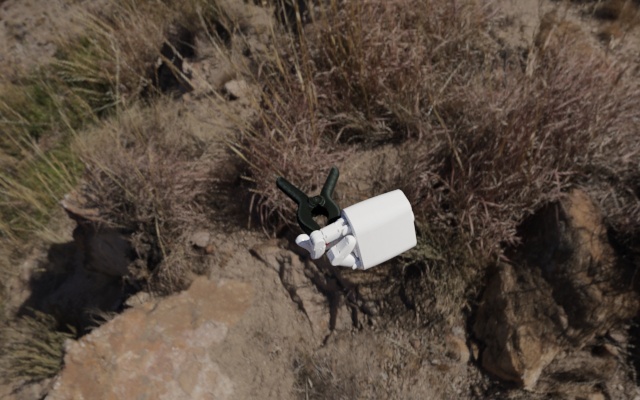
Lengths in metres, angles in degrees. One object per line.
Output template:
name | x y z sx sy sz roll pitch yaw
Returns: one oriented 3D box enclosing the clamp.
clamp | 0.000 0.003 0.858 0.120 0.171 0.039 -22 -36 -8
